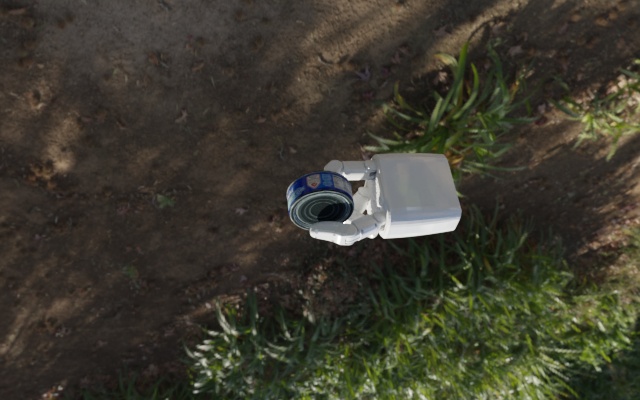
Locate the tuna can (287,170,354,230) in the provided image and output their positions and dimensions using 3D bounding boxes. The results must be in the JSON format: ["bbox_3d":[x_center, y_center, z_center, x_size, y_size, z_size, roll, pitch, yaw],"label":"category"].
[{"bbox_3d":[0.000,0.002,0.617,0.086,0.033,0.086,-5,-39,-4],"label":"tuna can"}]
